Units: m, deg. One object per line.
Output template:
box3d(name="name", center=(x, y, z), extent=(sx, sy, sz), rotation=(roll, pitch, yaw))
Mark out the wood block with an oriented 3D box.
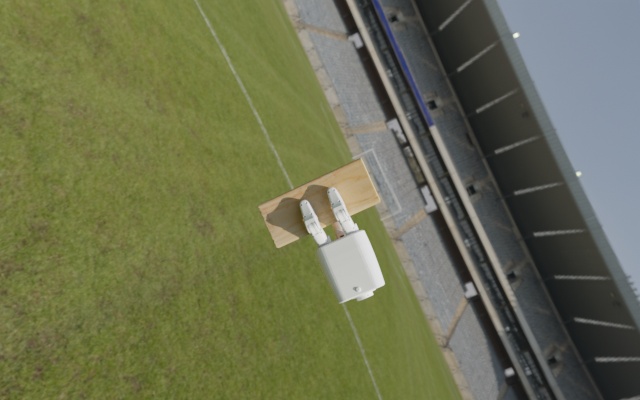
box3d(name="wood block", center=(0.000, 0.003, 0.899), extent=(0.206, 0.090, 0.091), rotation=(-24, 1, 7))
